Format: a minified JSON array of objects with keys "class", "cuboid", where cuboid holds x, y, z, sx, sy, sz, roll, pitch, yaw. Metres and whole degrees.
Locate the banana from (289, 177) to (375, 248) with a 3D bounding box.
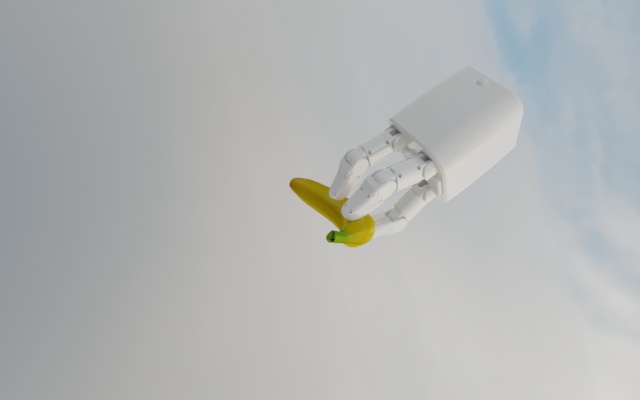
[{"class":"banana","cuboid":[0.016,0.011,0.542,0.069,0.037,0.197,27,7,-21]}]
